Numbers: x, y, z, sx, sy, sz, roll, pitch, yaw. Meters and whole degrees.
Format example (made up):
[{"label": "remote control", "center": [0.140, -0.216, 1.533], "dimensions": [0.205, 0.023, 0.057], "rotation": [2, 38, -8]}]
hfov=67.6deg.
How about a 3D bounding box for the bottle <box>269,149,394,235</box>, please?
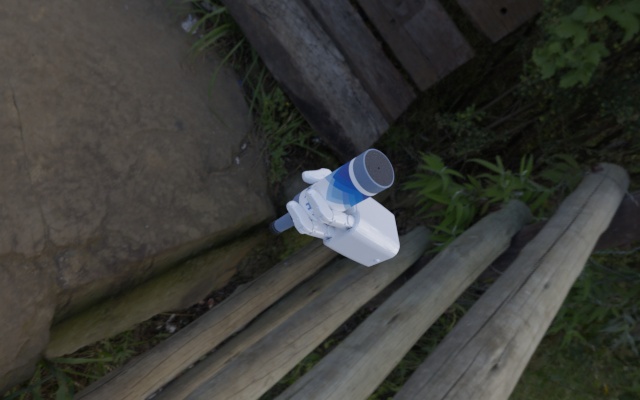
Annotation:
[{"label": "bottle", "center": [0.000, 0.003, 0.841], "dimensions": [0.069, 0.069, 0.296], "rotation": [0, -21, -41]}]
